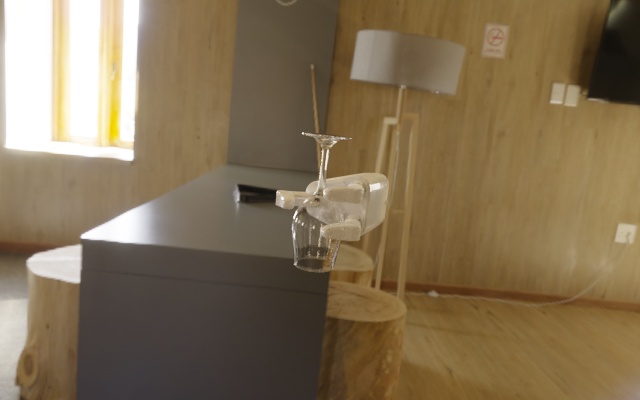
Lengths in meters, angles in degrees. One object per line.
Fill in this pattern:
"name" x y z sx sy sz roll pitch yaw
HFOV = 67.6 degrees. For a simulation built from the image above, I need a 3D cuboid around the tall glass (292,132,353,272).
"tall glass" 0.000 0.002 0.714 0.079 0.201 0.079 6 10 -1
